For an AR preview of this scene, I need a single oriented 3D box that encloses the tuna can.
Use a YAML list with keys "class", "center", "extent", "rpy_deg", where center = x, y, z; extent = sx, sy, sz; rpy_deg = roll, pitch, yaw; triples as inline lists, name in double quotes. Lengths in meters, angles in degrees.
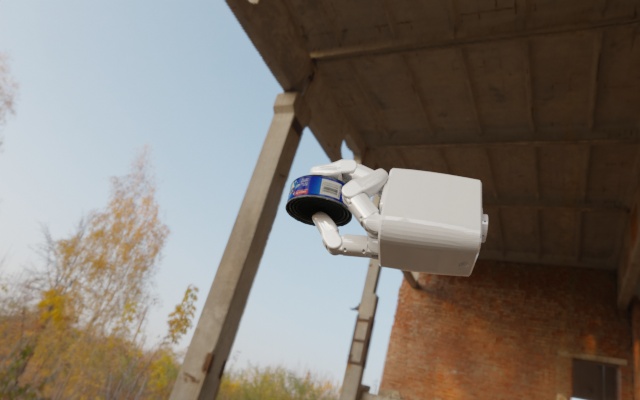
- class: "tuna can"
  center: [0.000, 0.001, 0.611]
  extent: [0.086, 0.033, 0.086]
  rpy_deg: [8, -27, 4]
